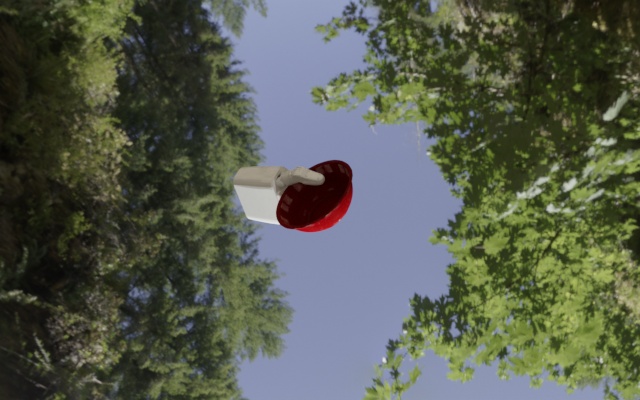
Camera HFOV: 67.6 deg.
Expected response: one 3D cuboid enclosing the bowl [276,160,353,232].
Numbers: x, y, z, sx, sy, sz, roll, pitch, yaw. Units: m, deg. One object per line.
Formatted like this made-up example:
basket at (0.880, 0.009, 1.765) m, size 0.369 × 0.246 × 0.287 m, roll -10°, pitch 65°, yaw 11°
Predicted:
bowl at (0.001, 0.003, 0.859) m, size 0.162 × 0.162 × 0.055 m, roll 0°, pitch -40°, yaw 45°
